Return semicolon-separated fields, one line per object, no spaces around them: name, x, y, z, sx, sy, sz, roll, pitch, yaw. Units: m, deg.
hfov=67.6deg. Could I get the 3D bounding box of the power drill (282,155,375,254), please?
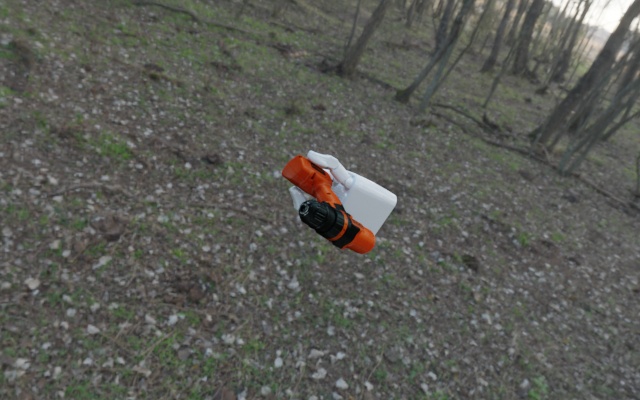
power drill;0.000;0.002;0.828;0.184;0.057;0.187;33;18;-46
